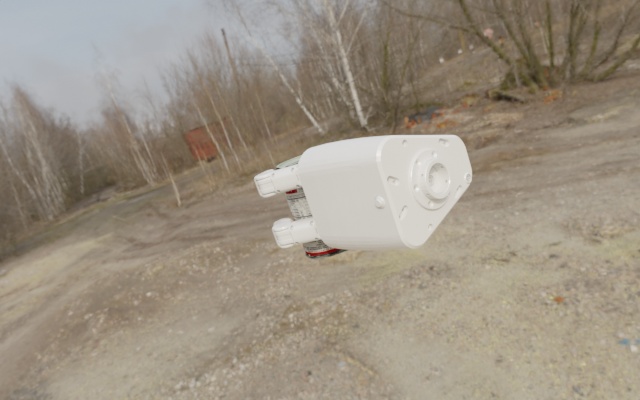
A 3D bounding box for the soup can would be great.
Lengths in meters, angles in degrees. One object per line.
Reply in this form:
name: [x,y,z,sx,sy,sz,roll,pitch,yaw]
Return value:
soup can: [0.000,0.001,0.506,0.068,0.102,0.068,-18,11,4]
